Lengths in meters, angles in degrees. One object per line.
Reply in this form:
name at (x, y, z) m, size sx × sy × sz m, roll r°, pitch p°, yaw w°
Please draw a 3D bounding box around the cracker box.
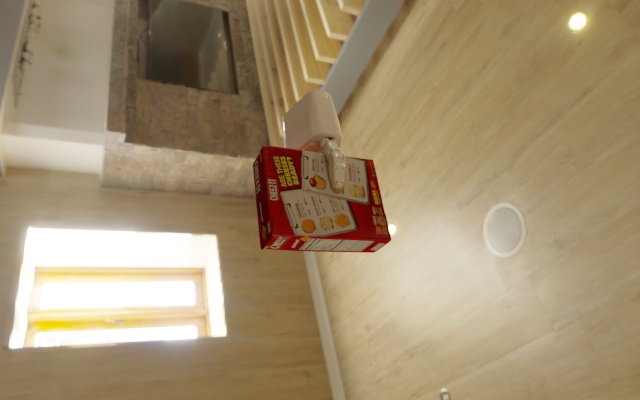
cracker box at (0.000, 0.003, 0.812) m, size 0.214 × 0.164 × 0.072 m, roll 4°, pitch -30°, yaw -25°
